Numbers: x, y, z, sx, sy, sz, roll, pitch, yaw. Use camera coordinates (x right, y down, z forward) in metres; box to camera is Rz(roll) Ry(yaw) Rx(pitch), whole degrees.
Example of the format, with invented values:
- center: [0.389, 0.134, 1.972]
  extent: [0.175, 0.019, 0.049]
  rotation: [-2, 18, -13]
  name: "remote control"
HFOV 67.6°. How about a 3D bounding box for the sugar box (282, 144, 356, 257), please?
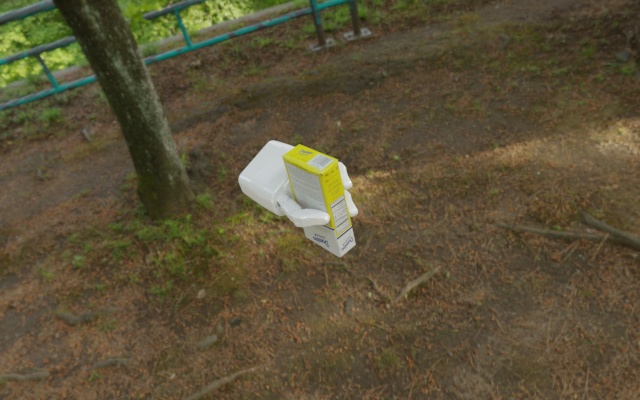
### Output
- center: [0.000, 0.002, 0.780]
  extent: [0.048, 0.176, 0.093]
  rotation: [-38, 44, -25]
  name: "sugar box"
